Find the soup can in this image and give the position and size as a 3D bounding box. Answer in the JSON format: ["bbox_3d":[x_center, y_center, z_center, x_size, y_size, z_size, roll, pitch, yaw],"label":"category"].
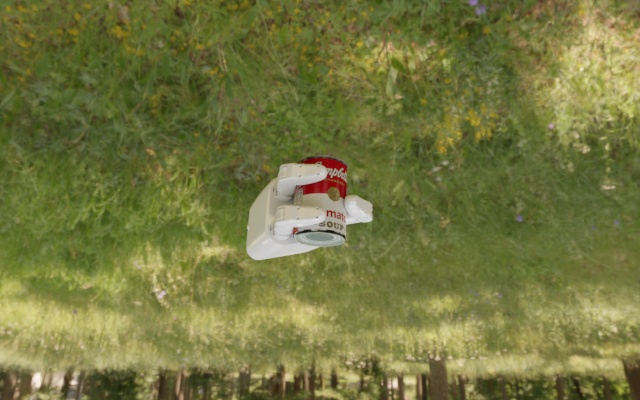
[{"bbox_3d":[0.000,0.002,0.613,0.068,0.102,0.068,2,-21,1],"label":"soup can"}]
